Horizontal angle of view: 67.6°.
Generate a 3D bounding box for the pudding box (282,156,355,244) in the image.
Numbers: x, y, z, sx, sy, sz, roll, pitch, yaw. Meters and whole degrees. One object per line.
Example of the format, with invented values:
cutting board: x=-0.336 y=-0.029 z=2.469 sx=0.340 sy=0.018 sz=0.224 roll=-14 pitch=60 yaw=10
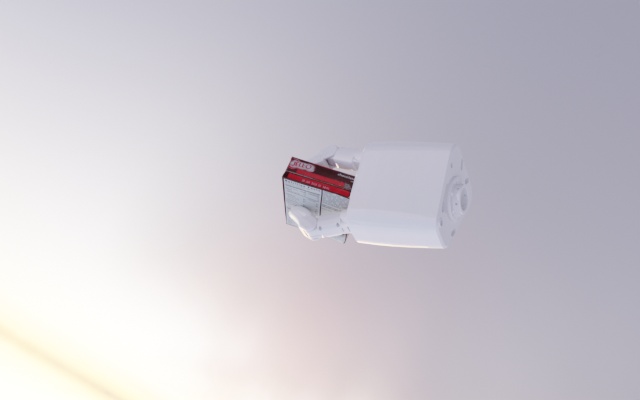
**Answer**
pudding box: x=0.000 y=0.002 z=0.604 sx=0.090 sy=0.039 sz=0.114 roll=19 pitch=-33 yaw=11
